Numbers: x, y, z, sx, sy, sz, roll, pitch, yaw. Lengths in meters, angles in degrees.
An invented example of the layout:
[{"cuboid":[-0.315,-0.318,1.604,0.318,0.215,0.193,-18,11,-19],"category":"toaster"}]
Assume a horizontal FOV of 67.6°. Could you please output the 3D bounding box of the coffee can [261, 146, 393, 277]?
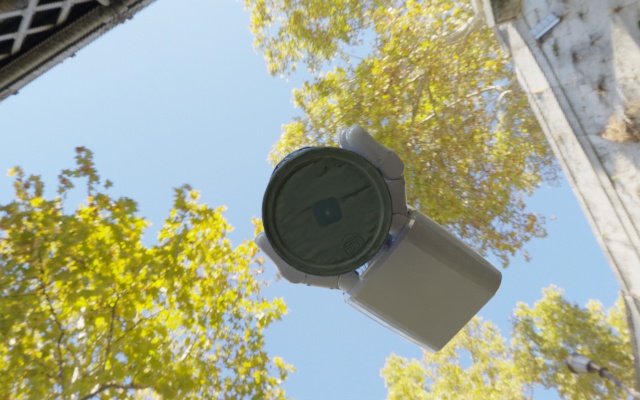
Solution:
[{"cuboid":[0.000,0.001,0.437,0.103,0.103,0.140,0,7,-5],"category":"coffee can"}]
